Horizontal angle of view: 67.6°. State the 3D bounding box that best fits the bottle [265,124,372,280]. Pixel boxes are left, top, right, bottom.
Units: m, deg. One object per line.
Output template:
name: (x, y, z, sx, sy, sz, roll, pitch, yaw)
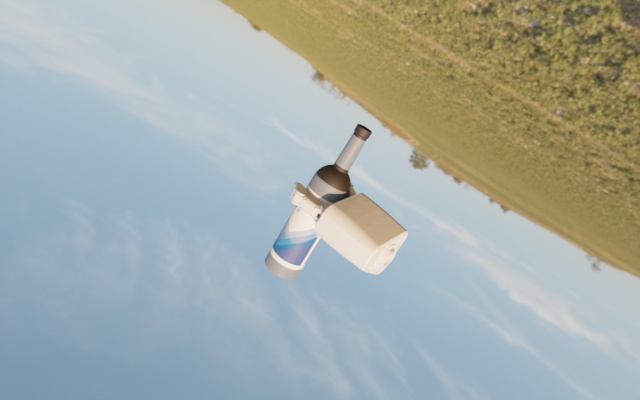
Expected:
bottle: (0.000, 0.003, 0.815, 0.069, 0.296, 0.069, 27, 19, -10)
